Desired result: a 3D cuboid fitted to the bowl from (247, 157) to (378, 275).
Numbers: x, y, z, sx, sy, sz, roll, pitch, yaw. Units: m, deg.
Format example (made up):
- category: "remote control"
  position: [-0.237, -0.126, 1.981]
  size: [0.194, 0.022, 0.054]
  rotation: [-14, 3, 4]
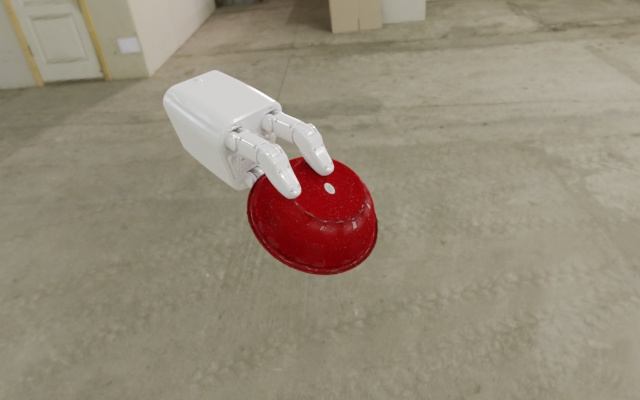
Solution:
- category: "bowl"
  position: [0.001, 0.002, 0.547]
  size: [0.162, 0.162, 0.055]
  rotation: [0, -36, -21]
